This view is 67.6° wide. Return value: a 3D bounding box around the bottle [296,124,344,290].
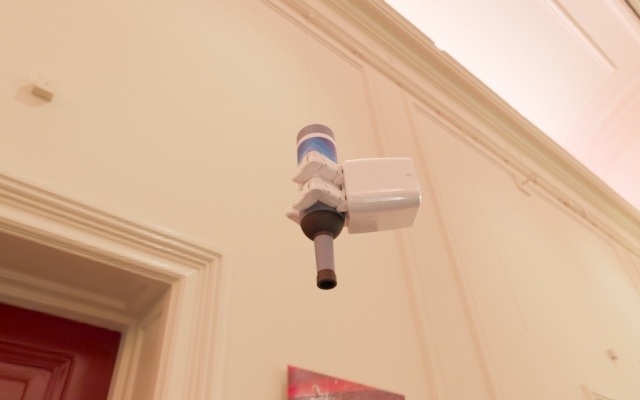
[{"bbox_3d":[0.000,0.002,0.728,0.069,0.295,0.069,-2,-42,-2],"label":"bottle"}]
